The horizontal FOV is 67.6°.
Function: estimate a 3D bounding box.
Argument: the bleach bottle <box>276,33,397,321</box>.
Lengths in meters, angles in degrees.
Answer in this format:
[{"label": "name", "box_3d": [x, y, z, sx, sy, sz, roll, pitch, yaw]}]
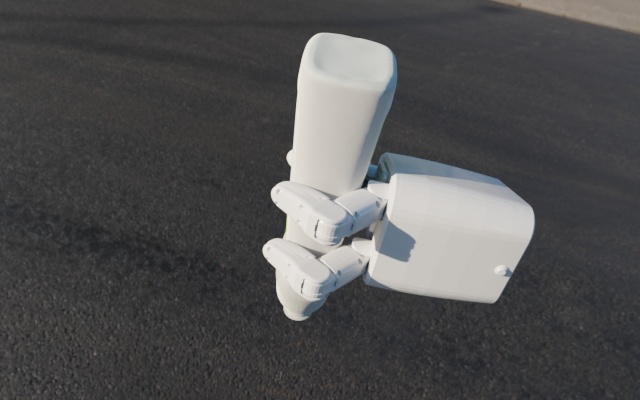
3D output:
[{"label": "bleach bottle", "box_3d": [0.000, 0.001, 0.400, 0.068, 0.251, 0.102, 11, 35, -1]}]
